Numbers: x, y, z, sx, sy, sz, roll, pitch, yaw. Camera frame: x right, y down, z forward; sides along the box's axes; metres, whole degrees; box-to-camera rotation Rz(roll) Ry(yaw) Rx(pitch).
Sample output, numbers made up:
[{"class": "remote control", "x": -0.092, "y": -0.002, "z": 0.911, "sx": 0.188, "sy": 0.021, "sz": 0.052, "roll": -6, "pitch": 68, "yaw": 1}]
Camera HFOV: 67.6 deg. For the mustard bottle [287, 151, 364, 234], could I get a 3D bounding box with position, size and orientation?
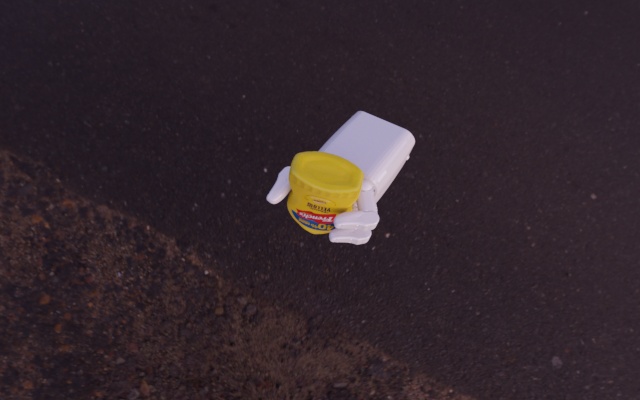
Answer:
[{"class": "mustard bottle", "x": 0.000, "y": 0.002, "z": 0.693, "sx": 0.096, "sy": 0.058, "sz": 0.192, "roll": 14, "pitch": -26, "yaw": 1}]
